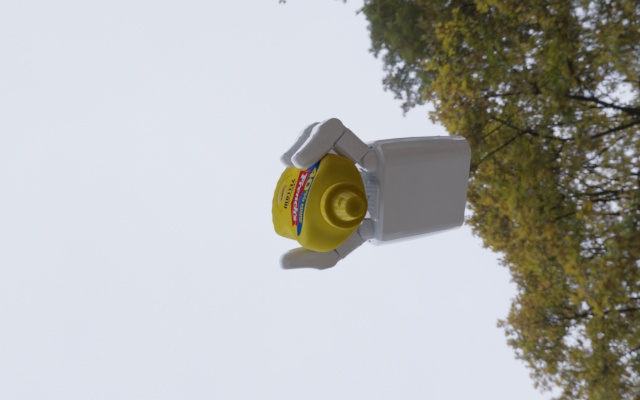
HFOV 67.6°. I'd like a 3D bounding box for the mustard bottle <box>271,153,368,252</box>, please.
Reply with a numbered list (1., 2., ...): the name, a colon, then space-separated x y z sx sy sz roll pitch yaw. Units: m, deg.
1. mustard bottle: 0.000 0.002 0.482 0.058 0.096 0.191 18 -3 -18
